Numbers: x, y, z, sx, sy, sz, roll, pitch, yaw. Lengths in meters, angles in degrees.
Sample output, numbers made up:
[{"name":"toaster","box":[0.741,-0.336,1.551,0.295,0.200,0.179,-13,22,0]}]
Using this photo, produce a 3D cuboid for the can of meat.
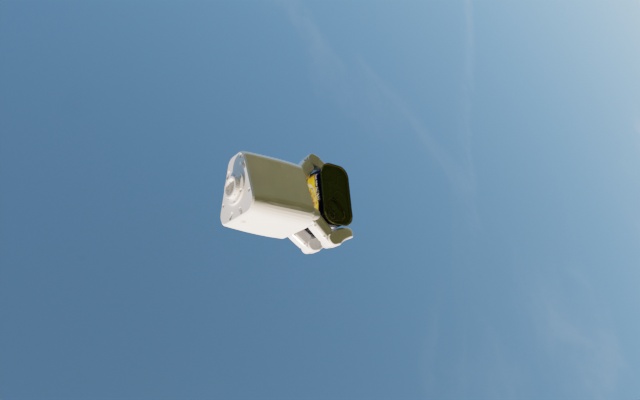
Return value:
[{"name":"can of meat","box":[0.000,0.003,0.775,0.057,0.102,0.084,12,-26,-39]}]
